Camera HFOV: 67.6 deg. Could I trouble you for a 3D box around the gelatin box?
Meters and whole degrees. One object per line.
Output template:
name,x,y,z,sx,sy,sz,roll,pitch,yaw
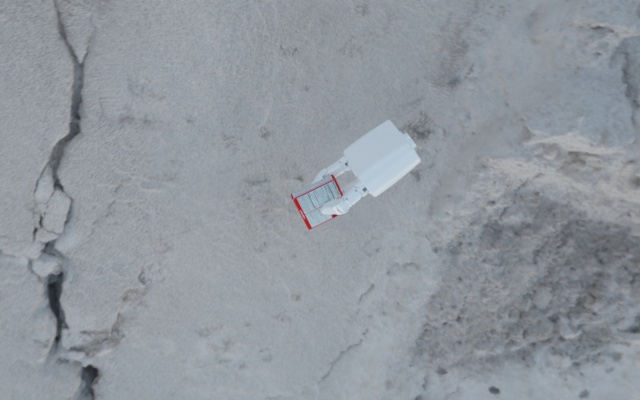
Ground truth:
gelatin box,0.000,0.003,0.895,0.089,0.073,0.030,-27,26,0
